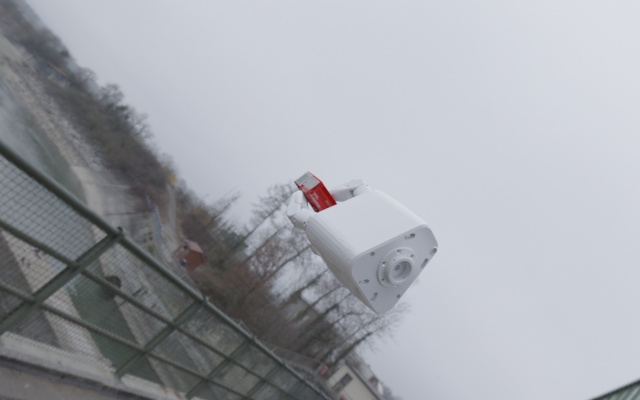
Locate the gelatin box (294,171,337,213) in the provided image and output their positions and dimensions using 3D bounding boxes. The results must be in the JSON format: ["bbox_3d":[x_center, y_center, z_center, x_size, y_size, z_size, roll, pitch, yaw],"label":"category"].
[{"bbox_3d":[0.000,0.002,0.674,0.030,0.073,0.089,-36,19,-4],"label":"gelatin box"}]
